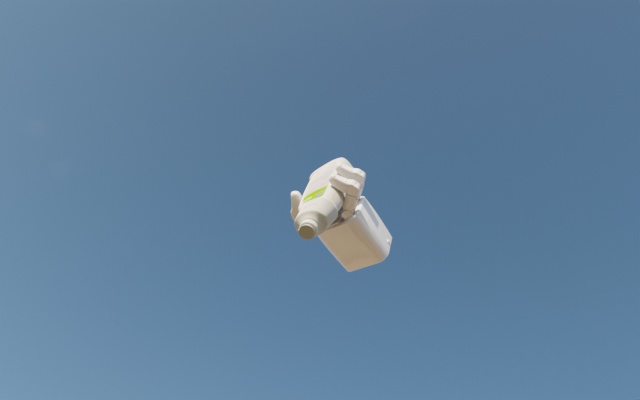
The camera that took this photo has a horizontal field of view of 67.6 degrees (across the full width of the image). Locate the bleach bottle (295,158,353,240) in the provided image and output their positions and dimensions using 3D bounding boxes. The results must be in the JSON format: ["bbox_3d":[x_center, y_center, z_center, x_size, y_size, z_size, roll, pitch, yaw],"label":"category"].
[{"bbox_3d":[0.000,0.003,0.894,0.102,0.068,0.250,-31,14,26],"label":"bleach bottle"}]
